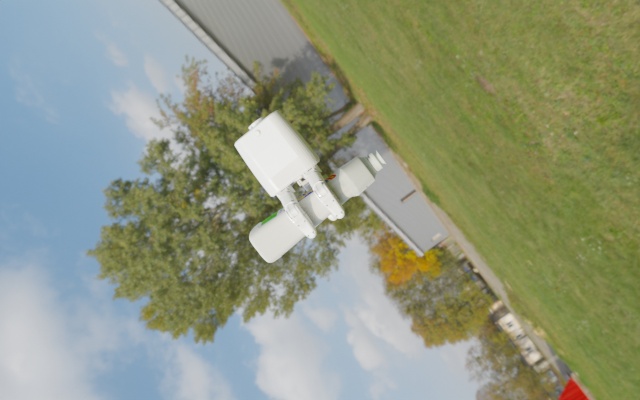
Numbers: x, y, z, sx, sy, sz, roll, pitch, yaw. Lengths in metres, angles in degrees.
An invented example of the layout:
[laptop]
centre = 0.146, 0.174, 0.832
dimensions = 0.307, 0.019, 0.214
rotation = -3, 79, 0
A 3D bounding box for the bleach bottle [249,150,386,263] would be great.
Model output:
[bleach bottle]
centre = 0.000, 0.003, 0.799
dimensions = 0.251, 0.068, 0.102
rotation = -37, 4, 9
